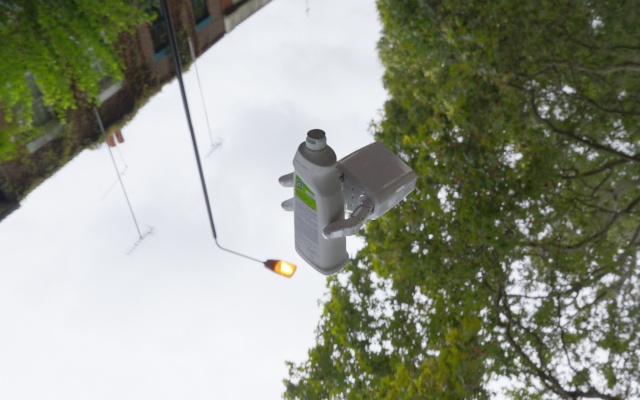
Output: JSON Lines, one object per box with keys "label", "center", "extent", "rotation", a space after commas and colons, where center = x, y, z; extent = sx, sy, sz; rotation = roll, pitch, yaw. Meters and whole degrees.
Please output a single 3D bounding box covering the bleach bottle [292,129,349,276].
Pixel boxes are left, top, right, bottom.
{"label": "bleach bottle", "center": [0.000, 0.003, 0.765], "extent": [0.068, 0.251, 0.102], "rotation": [-32, 50, -31]}
